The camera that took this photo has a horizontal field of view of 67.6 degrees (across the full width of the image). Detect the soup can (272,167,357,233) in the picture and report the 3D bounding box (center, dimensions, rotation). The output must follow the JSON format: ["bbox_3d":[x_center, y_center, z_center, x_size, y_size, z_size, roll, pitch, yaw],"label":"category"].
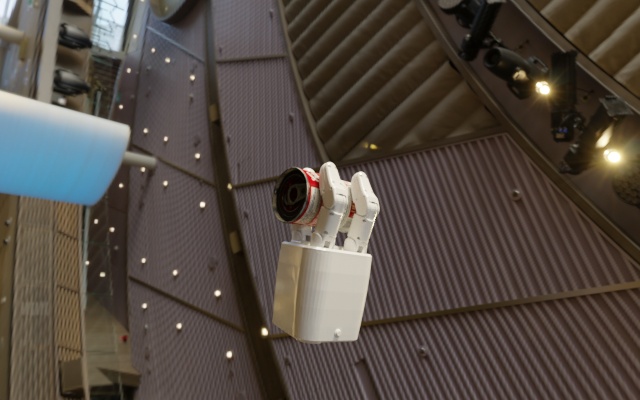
[{"bbox_3d":[0.000,0.002,0.600,0.102,0.068,0.068,13,-8,-40],"label":"soup can"}]
